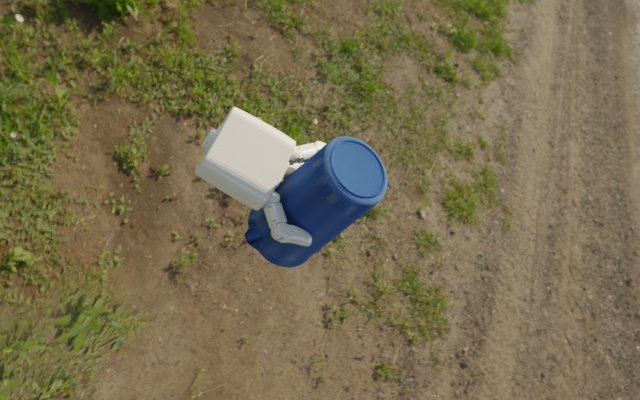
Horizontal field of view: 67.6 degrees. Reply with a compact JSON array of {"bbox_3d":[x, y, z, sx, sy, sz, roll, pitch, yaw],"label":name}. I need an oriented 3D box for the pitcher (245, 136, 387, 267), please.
[{"bbox_3d":[0.000,0.002,0.744,0.145,0.149,0.243,31,-37,-16],"label":"pitcher"}]
